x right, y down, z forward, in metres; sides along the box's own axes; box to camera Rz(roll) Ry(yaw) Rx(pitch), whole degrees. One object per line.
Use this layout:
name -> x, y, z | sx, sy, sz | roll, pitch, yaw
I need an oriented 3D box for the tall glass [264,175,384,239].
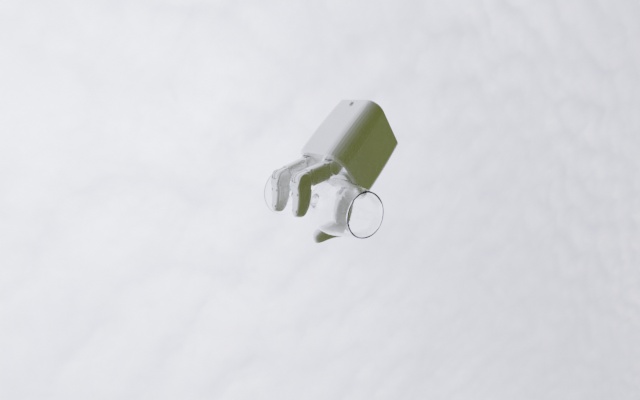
tall glass -> 0.000, 0.002, 0.683 | 0.079, 0.079, 0.201 | 0, 10, -36
